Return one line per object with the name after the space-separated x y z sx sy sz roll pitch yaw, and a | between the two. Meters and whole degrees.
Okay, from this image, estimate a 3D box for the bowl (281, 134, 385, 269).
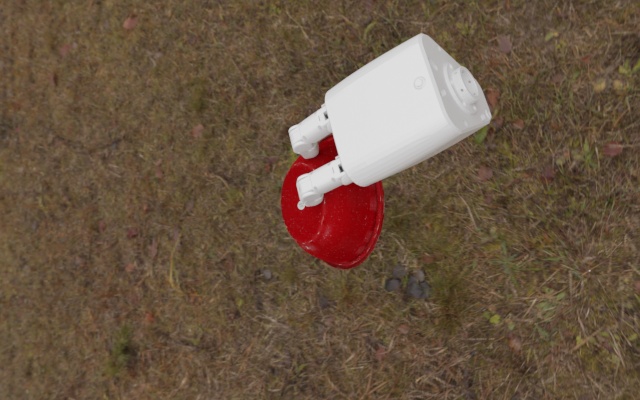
-0.001 0.003 0.554 0.055 0.162 0.162 -3 2 -35 | bowl
